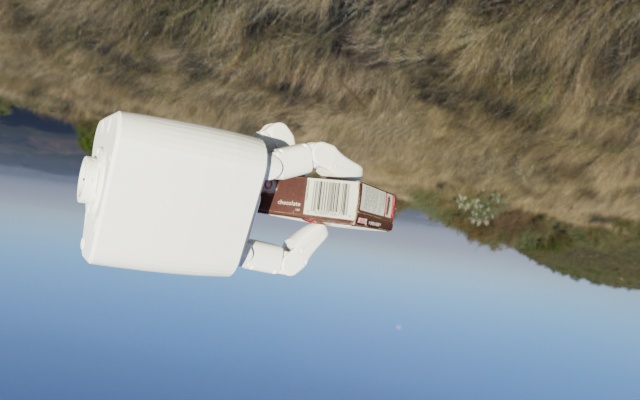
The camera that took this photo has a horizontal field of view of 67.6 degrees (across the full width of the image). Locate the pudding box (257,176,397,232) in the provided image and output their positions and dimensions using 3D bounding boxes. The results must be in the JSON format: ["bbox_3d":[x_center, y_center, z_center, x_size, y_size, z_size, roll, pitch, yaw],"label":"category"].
[{"bbox_3d":[0.000,0.002,0.428,0.113,0.039,0.090,8,-2,28],"label":"pudding box"}]
